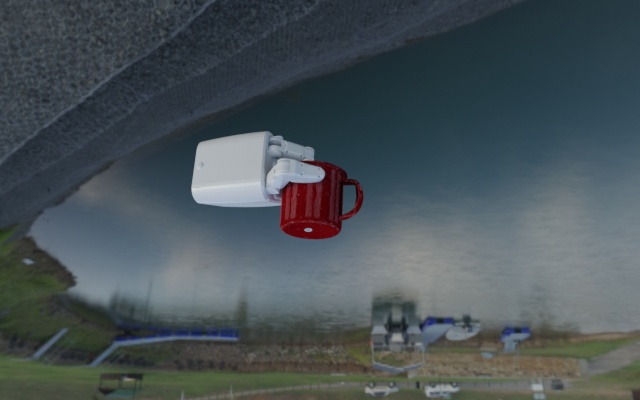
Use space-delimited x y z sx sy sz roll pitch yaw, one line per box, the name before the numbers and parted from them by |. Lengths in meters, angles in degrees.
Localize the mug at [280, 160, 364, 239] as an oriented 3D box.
mug | 0.001 0.002 0.633 0.117 0.081 0.093 -5 -22 18
